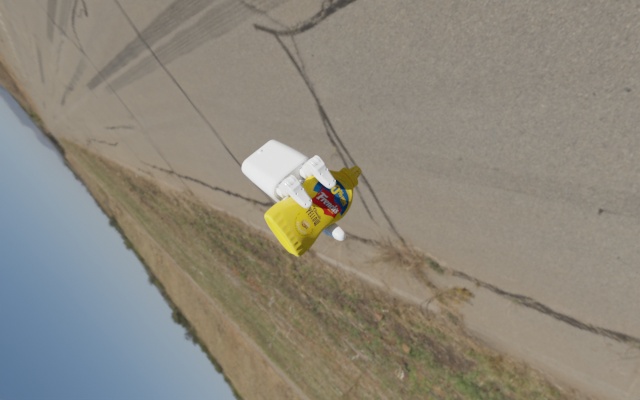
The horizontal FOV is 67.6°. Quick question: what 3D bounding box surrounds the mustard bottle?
[{"bbox_3d":[0.000,0.003,0.838,0.191,0.096,0.058,-41,24,-18],"label":"mustard bottle"}]
